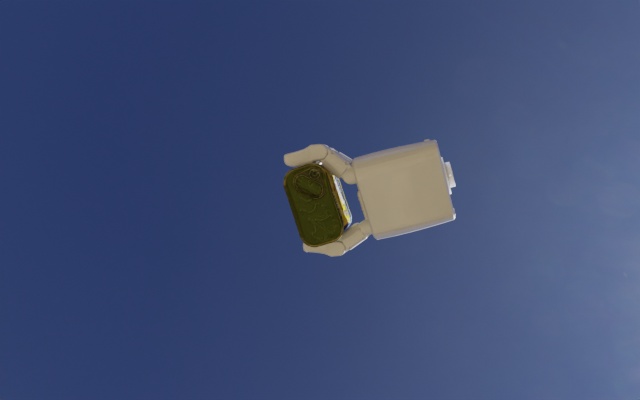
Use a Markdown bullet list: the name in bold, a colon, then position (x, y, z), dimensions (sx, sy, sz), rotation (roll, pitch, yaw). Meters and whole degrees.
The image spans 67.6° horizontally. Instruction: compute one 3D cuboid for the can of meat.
- **can of meat**: position (0.000, 0.002, 0.626), dimensions (0.057, 0.102, 0.084), rotation (-18, 2, 14)
